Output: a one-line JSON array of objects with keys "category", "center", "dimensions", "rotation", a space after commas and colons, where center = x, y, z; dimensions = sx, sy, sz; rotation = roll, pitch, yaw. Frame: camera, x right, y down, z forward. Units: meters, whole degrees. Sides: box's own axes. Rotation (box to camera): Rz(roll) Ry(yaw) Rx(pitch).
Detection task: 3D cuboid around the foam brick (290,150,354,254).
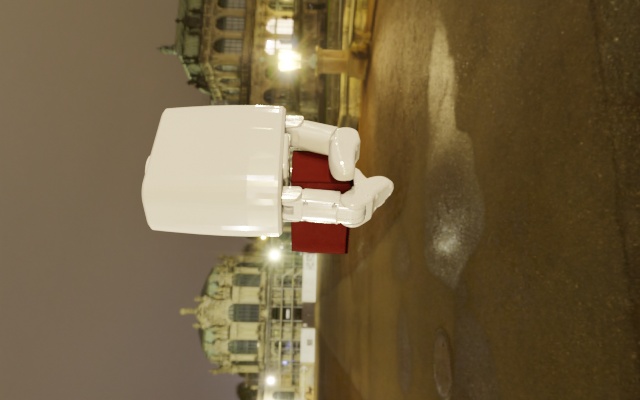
[{"category": "foam brick", "center": [0.000, 0.002, 0.422], "dimensions": [0.051, 0.078, 0.053], "rotation": [0, 36, -2]}]
